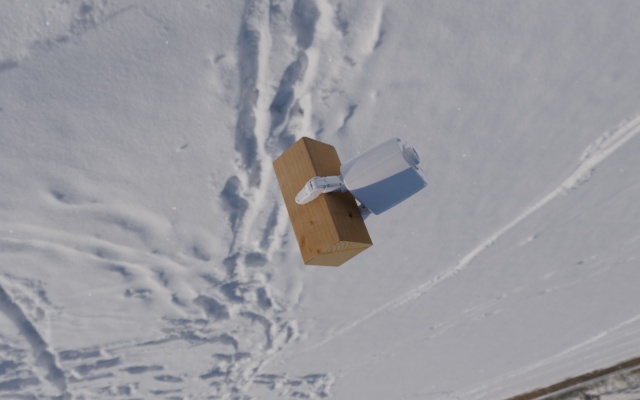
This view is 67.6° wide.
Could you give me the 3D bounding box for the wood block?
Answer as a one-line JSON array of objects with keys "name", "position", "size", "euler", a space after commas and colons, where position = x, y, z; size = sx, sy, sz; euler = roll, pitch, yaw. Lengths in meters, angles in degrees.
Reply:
[{"name": "wood block", "position": [0.000, 0.003, 0.838], "size": [0.090, 0.206, 0.091], "euler": [-36, -30, 31]}]
